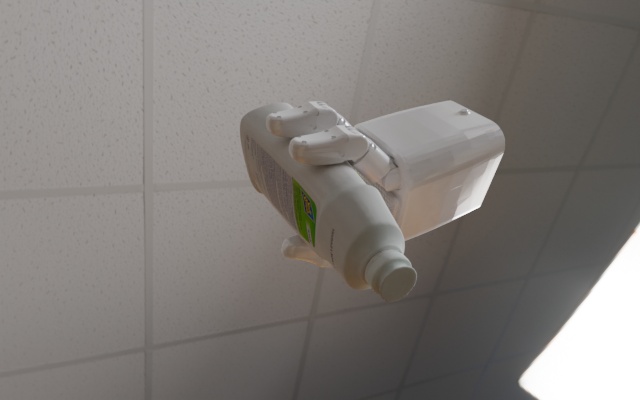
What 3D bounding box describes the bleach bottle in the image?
[{"bbox_3d":[0.000,0.001,0.409,0.068,0.103,0.250,-21,37,-15],"label":"bleach bottle"}]
